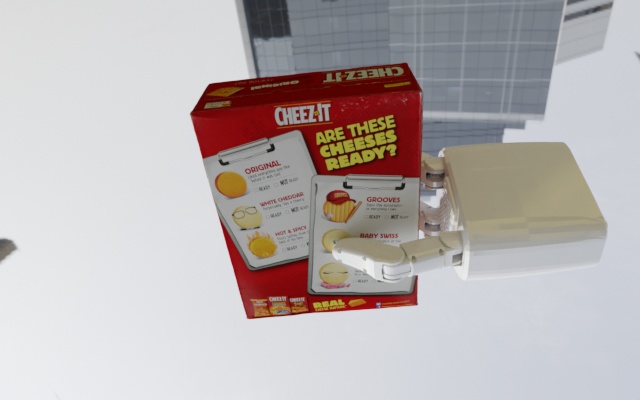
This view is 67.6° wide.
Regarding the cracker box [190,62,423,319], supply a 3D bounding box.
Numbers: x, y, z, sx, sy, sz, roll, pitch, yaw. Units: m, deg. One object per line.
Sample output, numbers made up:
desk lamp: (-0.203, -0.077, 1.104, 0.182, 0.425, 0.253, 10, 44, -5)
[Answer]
cracker box: (0.000, 0.002, 0.411, 0.164, 0.214, 0.072, -5, 34, 3)
